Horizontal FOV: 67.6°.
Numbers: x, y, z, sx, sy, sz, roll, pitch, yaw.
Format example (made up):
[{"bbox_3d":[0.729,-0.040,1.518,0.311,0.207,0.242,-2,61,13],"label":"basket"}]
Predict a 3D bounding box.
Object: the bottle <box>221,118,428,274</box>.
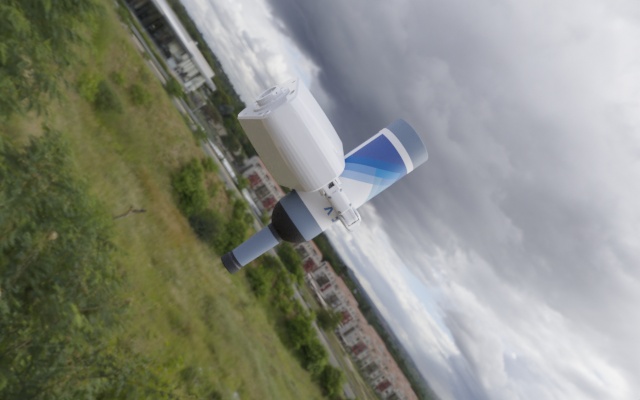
[{"bbox_3d":[0.000,0.002,0.623,0.295,0.069,0.069,-34,1,-2],"label":"bottle"}]
